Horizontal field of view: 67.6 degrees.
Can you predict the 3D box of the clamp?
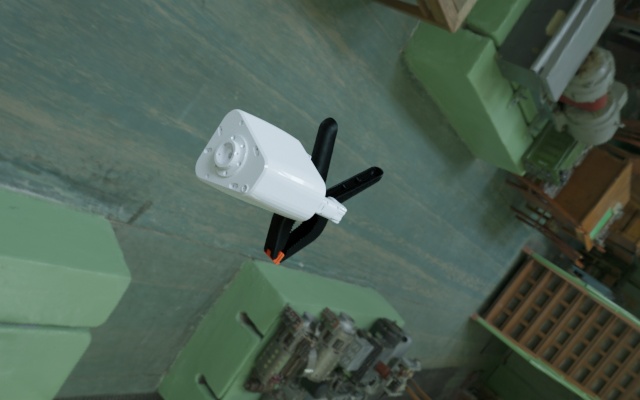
[{"bbox_3d":[0.000,0.003,0.677,0.036,0.210,0.164,40,9,39],"label":"clamp"}]
